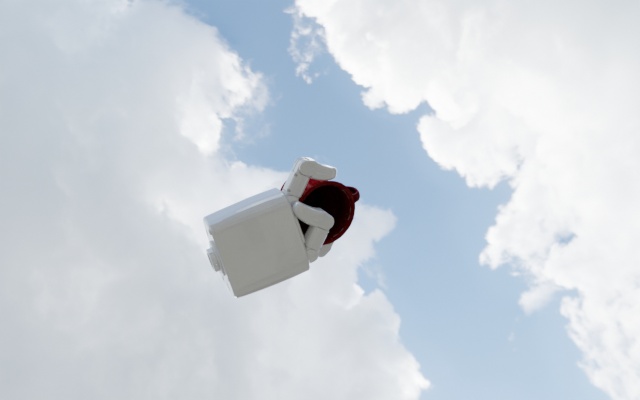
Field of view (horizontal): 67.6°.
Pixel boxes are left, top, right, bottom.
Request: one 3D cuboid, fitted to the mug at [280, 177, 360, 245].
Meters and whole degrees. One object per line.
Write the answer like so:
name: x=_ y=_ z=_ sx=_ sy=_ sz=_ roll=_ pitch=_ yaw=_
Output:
mug: x=0.001 y=0.002 z=0.689 sx=0.117 sy=0.093 sz=0.081 roll=-21 pitch=26 yaw=-20
